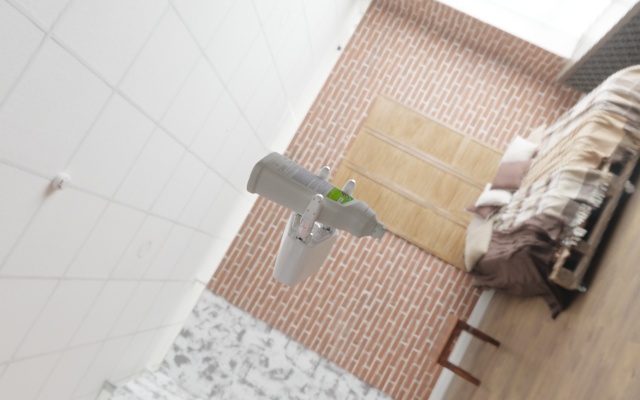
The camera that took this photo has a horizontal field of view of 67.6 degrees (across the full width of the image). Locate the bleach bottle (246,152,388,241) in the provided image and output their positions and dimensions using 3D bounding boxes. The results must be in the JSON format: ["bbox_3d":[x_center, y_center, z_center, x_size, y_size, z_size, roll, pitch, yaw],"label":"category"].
[{"bbox_3d":[0.000,0.003,0.852,0.251,0.068,0.102,29,30,8],"label":"bleach bottle"}]
